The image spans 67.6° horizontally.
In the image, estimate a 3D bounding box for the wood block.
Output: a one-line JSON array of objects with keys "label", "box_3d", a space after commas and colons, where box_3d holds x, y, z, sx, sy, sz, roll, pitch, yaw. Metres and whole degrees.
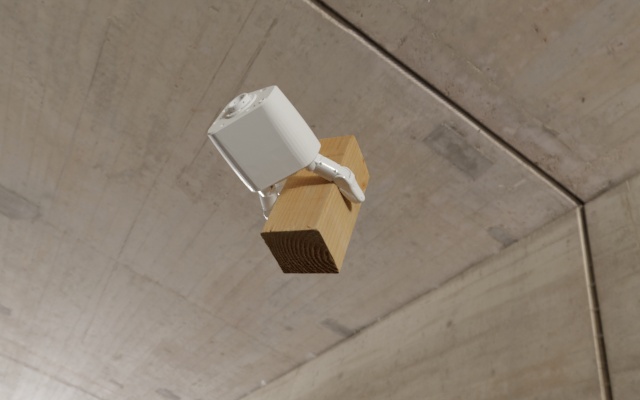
[{"label": "wood block", "box_3d": [0.000, 0.002, 0.714, 0.091, 0.090, 0.206, -4, 41, 26]}]
